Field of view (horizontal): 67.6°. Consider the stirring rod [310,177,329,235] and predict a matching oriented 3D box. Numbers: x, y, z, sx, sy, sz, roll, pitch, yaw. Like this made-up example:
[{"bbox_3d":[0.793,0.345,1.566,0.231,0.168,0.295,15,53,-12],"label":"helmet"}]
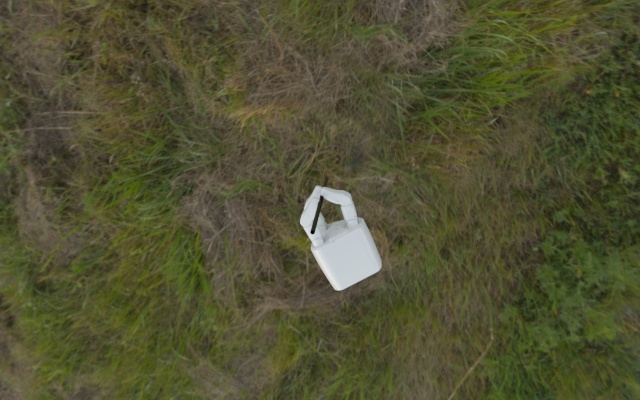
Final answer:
[{"bbox_3d":[0.000,0.003,0.883,0.011,0.011,0.239,0,24,7],"label":"stirring rod"}]
